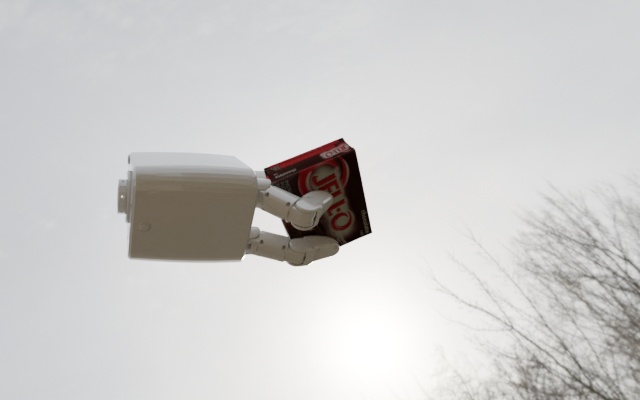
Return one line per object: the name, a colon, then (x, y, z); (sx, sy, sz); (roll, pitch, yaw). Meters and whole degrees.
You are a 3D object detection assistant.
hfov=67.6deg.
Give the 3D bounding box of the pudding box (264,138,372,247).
pudding box: (0.000, 0.002, 0.500); (0.090, 0.114, 0.039); (-22, 39, -9)
